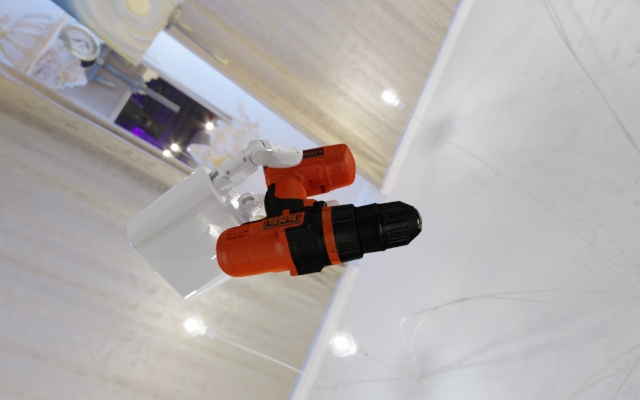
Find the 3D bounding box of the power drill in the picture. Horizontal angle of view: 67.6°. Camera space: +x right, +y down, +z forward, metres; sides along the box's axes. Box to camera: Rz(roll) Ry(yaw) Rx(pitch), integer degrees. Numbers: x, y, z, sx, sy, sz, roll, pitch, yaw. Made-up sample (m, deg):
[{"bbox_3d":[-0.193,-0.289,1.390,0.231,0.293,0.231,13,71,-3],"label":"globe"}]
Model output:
[{"bbox_3d":[0.000,0.001,0.483,0.184,0.057,0.187,-9,25,7],"label":"power drill"}]
